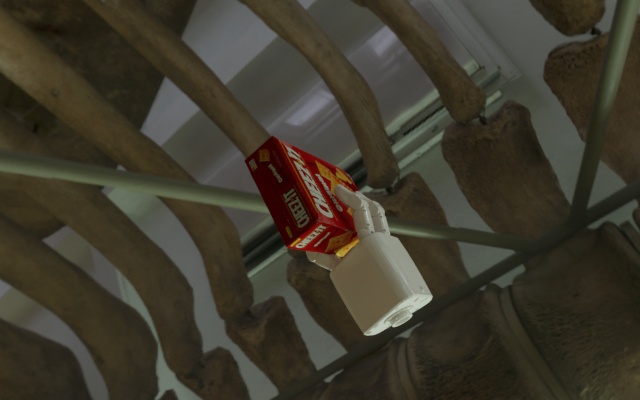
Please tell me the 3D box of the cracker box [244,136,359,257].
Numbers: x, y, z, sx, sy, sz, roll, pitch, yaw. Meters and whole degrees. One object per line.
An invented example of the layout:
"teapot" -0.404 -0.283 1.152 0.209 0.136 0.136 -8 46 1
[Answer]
"cracker box" 0.000 0.003 0.757 0.072 0.164 0.214 -40 -30 19
